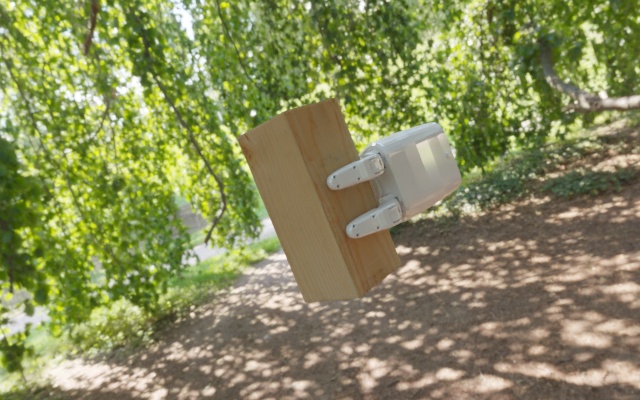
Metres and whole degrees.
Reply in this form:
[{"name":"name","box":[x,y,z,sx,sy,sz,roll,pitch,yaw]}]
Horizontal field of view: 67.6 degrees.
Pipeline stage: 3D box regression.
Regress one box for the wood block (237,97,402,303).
[{"name":"wood block","box":[0.000,0.002,0.545,0.091,0.206,0.090,-17,7,45]}]
